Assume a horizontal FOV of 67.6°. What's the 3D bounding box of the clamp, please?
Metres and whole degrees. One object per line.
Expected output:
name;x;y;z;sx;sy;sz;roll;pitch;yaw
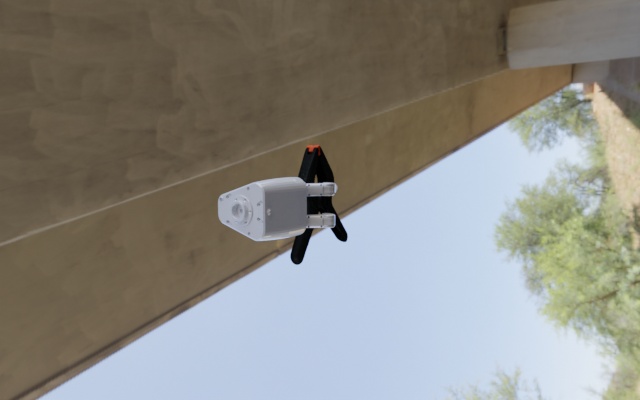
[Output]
clamp;-0.001;0.002;0.891;0.036;0.210;0.164;4;7;35
